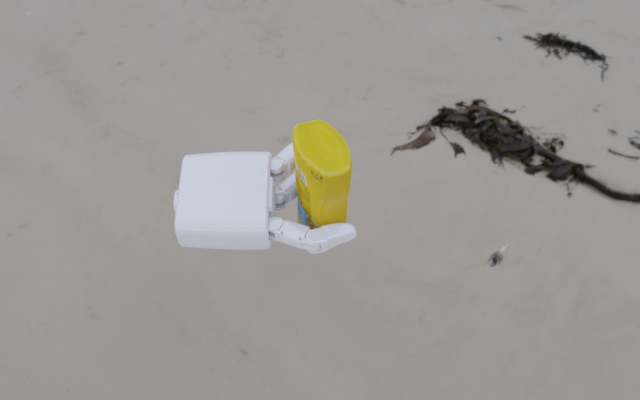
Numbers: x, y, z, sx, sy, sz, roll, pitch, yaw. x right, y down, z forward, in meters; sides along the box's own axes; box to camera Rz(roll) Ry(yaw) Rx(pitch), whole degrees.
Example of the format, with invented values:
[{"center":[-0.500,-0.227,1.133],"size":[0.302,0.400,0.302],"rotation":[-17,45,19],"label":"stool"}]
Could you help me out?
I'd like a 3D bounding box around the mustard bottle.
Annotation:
[{"center":[0.000,0.002,0.592],"size":[0.058,0.096,0.192],"rotation":[-18,-39,-16],"label":"mustard bottle"}]
